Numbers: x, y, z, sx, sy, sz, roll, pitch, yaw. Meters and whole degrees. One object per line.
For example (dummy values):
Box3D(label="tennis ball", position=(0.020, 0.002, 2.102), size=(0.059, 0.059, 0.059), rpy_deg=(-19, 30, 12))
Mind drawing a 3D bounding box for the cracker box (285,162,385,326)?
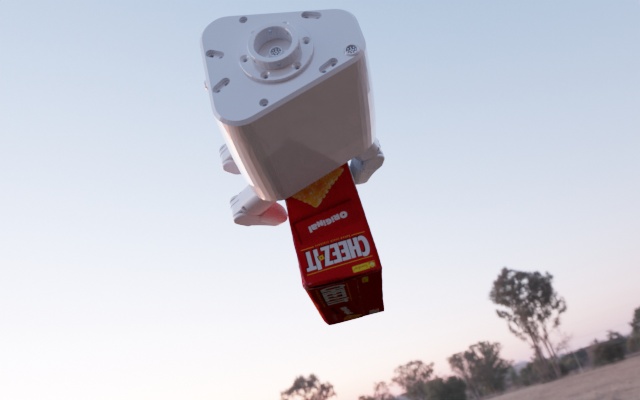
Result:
Box3D(label="cracker box", position=(0.000, 0.001, 0.477), size=(0.072, 0.213, 0.164), rpy_deg=(-16, -26, 1))
